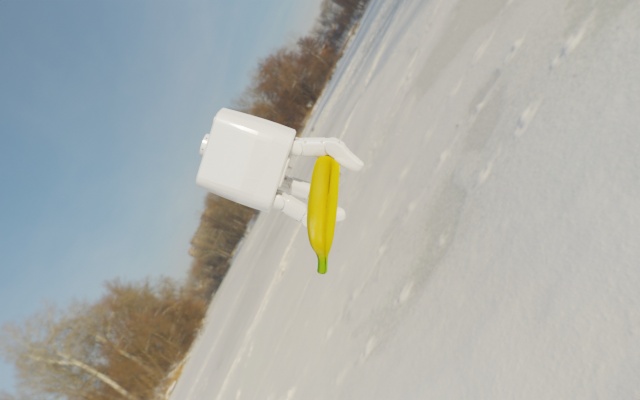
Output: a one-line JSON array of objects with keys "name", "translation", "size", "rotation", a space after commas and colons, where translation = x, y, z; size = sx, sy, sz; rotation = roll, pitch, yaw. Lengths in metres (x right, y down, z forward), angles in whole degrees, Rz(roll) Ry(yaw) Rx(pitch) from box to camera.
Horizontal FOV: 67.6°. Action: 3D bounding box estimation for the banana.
[{"name": "banana", "translation": [0.003, -0.007, 0.615], "size": [0.037, 0.197, 0.070], "rotation": [10, -40, -4]}]
